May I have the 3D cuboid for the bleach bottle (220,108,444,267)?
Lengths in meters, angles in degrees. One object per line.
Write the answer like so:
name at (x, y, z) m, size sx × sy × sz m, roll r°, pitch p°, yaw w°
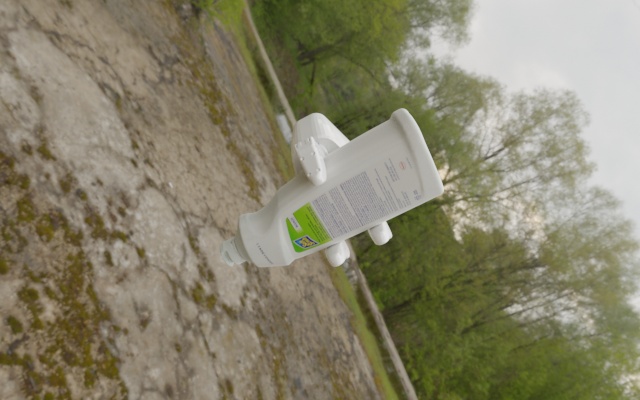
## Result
bleach bottle at (0.000, 0.002, 0.524) m, size 0.251 × 0.103 × 0.068 m, roll -26°, pitch 27°, yaw 8°
